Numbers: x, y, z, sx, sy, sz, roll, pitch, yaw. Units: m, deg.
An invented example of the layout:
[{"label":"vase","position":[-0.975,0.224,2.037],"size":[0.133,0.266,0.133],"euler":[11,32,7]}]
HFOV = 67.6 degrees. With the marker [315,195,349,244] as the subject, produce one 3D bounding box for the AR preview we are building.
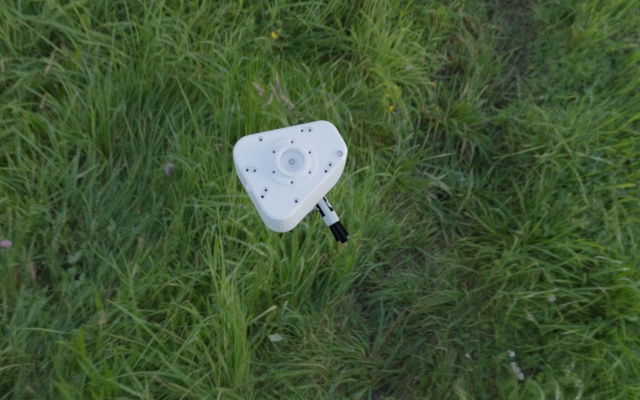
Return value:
[{"label":"marker","position":[0.000,0.002,0.613],"size":[0.020,0.121,0.020],"euler":[-31,-5,-3]}]
